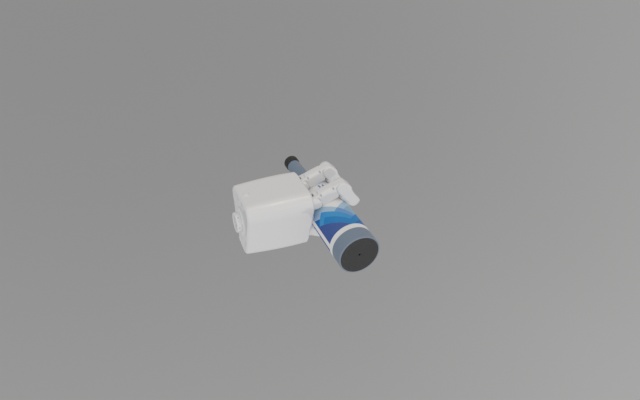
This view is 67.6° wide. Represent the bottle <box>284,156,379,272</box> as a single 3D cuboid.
[{"bbox_3d":[0.000,0.003,0.808,0.069,0.069,0.295,0,32,-27],"label":"bottle"}]
